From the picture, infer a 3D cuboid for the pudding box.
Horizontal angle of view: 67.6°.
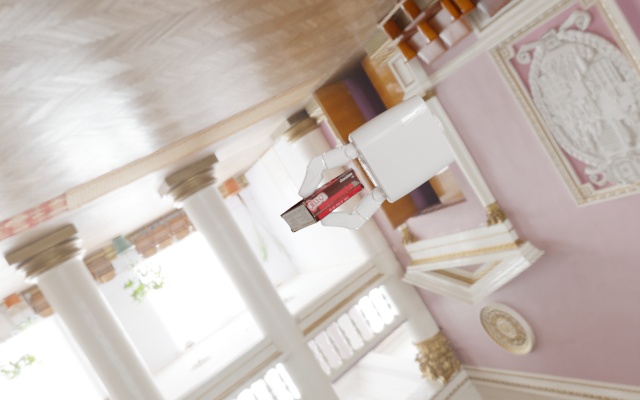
[{"bbox_3d":[0.000,0.002,0.679,0.090,0.039,0.113,-34,1,-23],"label":"pudding box"}]
